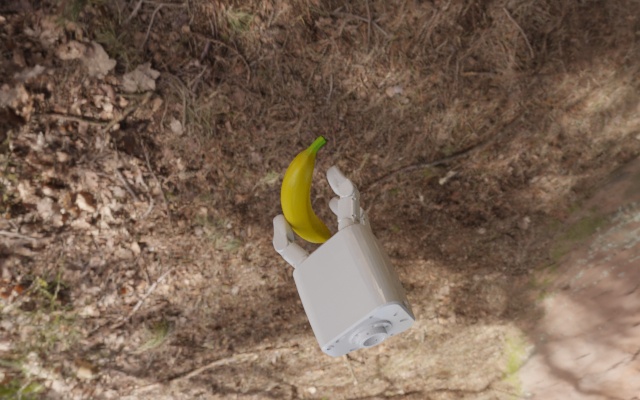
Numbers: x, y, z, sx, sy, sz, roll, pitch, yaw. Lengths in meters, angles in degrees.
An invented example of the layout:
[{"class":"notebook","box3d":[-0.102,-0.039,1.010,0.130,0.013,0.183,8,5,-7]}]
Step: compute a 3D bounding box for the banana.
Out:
[{"class":"banana","box3d":[-0.017,0.006,0.632,0.069,0.037,0.198,-18,-39,-13]}]
